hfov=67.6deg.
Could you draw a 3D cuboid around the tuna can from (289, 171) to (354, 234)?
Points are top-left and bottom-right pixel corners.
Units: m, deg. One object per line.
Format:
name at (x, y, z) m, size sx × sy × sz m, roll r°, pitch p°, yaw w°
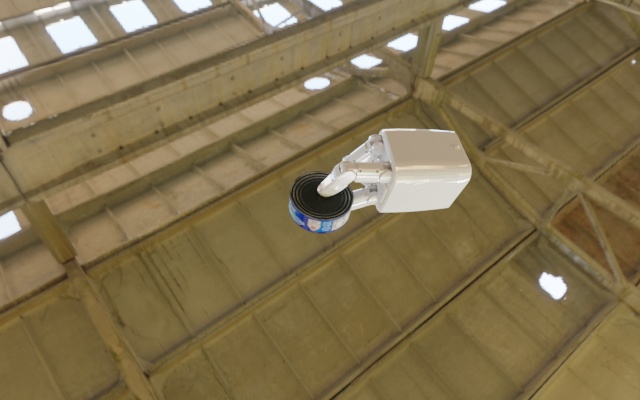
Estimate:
tuna can at (0.000, 0.002, 0.645) m, size 0.086 × 0.086 × 0.034 m, roll 0°, pitch -40°, yaw -9°
